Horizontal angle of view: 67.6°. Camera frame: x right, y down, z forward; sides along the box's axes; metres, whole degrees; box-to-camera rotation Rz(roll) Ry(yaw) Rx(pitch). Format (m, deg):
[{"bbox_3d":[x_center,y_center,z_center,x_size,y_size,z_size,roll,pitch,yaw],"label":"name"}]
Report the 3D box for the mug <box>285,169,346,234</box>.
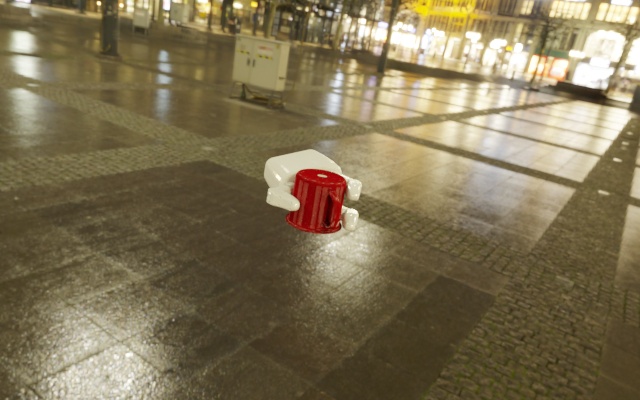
[{"bbox_3d":[0.001,0.003,0.751,0.093,0.081,0.117,1,21,-25],"label":"mug"}]
